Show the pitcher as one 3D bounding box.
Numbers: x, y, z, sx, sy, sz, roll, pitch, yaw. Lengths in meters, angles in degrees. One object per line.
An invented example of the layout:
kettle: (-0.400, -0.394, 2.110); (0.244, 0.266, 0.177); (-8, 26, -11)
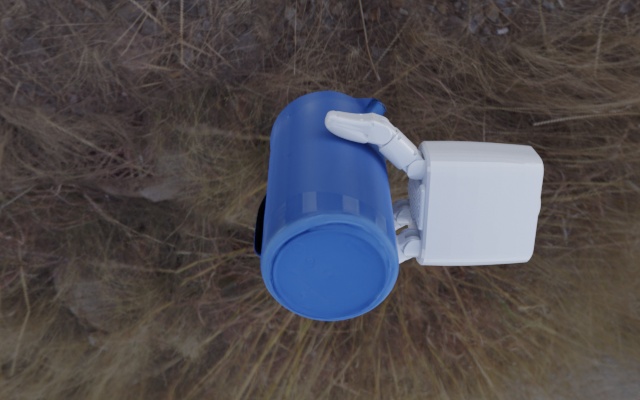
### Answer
pitcher: (0.000, 0.001, 0.469); (0.145, 0.149, 0.242); (2, 31, -1)
